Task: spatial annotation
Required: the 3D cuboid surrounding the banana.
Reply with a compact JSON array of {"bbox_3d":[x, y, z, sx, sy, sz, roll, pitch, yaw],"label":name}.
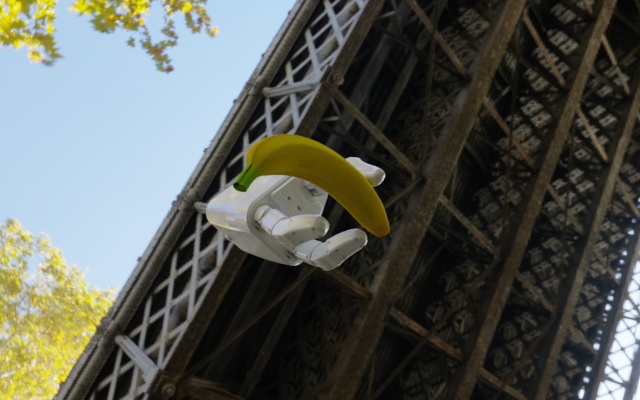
[{"bbox_3d":[0.001,-0.017,0.450,0.198,0.069,0.037,19,-12,-41],"label":"banana"}]
